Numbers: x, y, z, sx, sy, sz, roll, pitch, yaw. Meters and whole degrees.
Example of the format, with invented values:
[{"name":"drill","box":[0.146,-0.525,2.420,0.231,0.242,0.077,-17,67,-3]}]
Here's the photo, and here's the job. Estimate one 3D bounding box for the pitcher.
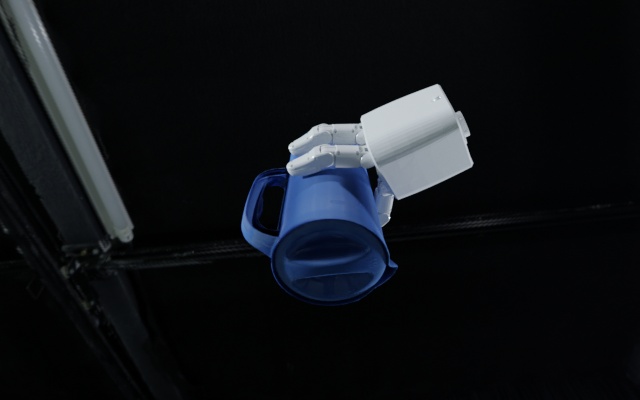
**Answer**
[{"name":"pitcher","box":[0.000,0.002,0.622,0.145,0.149,0.242,-23,33,15]}]
